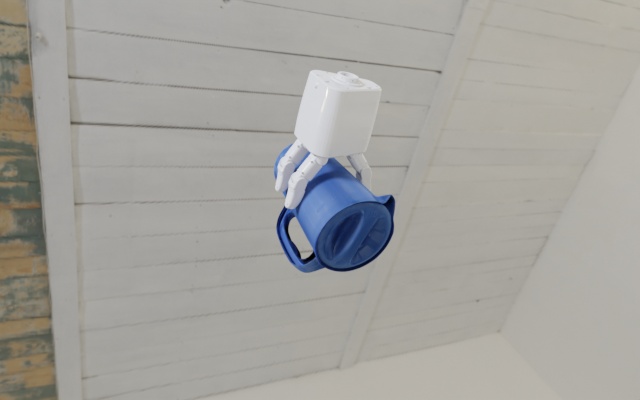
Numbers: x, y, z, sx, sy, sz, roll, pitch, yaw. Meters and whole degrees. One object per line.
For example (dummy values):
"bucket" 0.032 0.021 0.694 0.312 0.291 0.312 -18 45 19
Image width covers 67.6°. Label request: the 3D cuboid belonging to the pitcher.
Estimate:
"pitcher" 0.000 0.002 0.803 0.149 0.145 0.242 -3 33 -26
